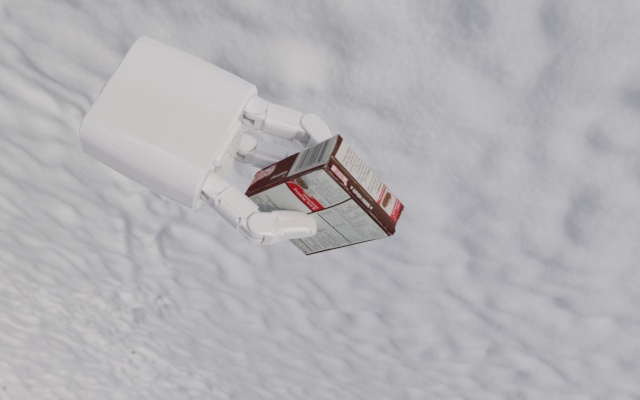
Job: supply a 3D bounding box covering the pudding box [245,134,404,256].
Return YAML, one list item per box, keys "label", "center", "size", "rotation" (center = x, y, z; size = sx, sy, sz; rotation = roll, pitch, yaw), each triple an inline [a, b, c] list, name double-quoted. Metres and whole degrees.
- label: "pudding box"
  center: [0.000, 0.001, 0.414]
  size: [0.113, 0.039, 0.090]
  rotation: [-17, -52, 46]
